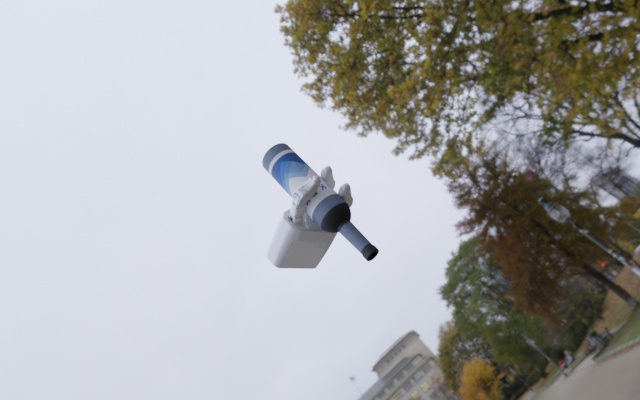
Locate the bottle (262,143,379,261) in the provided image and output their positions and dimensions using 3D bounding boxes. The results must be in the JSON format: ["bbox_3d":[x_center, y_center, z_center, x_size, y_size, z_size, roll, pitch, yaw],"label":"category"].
[{"bbox_3d":[0.000,0.003,0.882,0.069,0.069,0.295,0,38,-50],"label":"bottle"}]
